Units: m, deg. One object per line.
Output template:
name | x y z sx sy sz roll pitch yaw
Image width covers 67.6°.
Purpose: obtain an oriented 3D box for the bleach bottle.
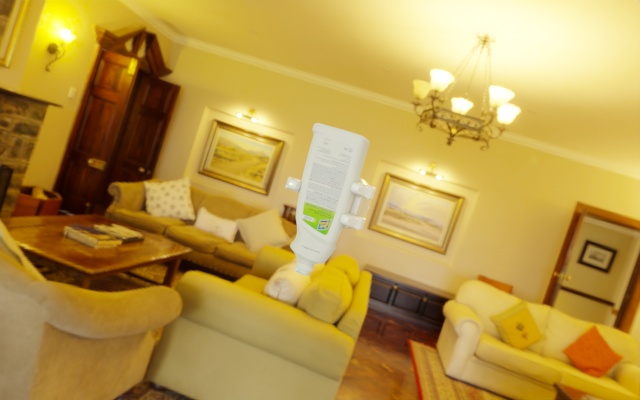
bleach bottle | 0.000 0.003 0.817 0.102 0.251 0.068 19 2 18
